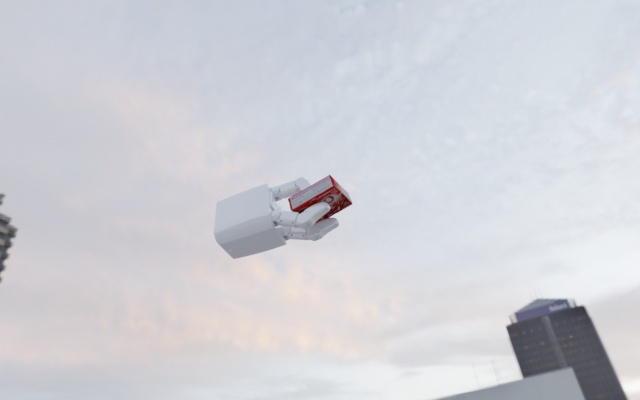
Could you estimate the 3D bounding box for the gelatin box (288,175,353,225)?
[{"bbox_3d":[0.000,0.002,0.826,0.089,0.030,0.073,-30,-38,14],"label":"gelatin box"}]
